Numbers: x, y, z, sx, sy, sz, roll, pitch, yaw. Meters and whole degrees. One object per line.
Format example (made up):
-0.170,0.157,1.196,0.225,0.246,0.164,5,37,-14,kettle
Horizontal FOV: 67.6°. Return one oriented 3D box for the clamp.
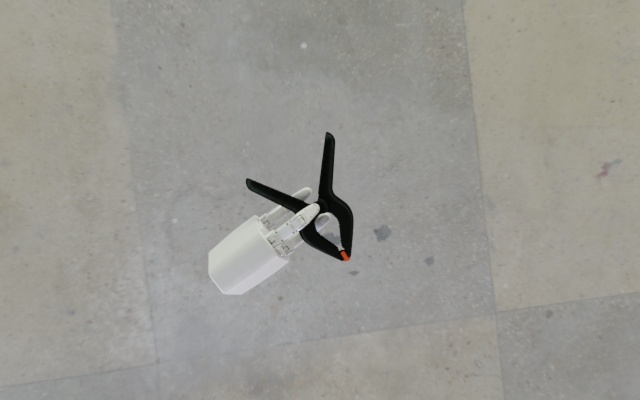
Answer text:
0.000,0.003,0.792,0.164,0.210,0.036,-37,3,2,clamp
